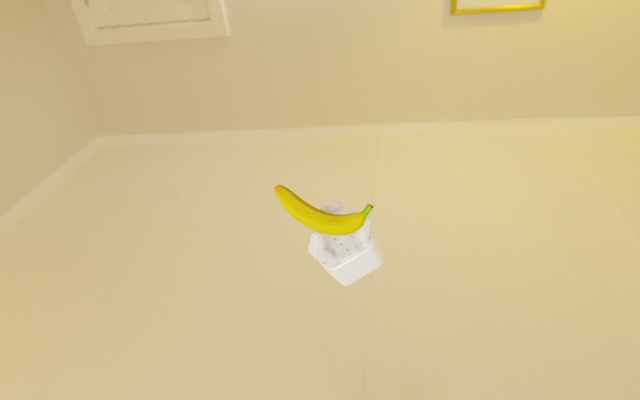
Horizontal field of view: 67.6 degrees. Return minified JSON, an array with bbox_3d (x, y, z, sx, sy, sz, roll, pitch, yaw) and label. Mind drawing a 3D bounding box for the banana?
[{"bbox_3d":[0.000,0.022,0.849,0.198,0.069,0.037,12,5,25],"label":"banana"}]
